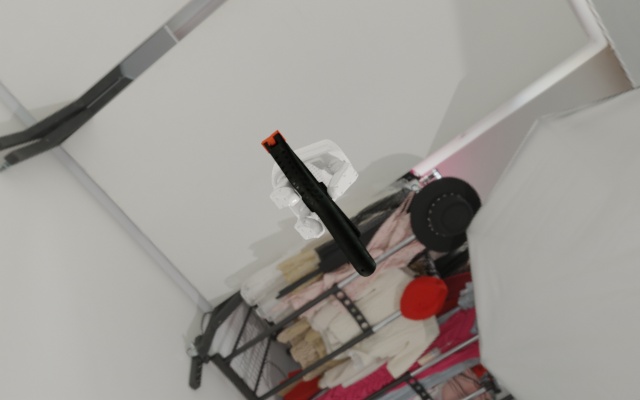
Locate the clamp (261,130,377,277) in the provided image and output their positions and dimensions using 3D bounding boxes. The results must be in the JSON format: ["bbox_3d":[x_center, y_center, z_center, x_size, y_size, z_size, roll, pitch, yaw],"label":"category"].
[{"bbox_3d":[0.000,0.001,0.617,0.036,0.210,0.164,-38,17,3],"label":"clamp"}]
